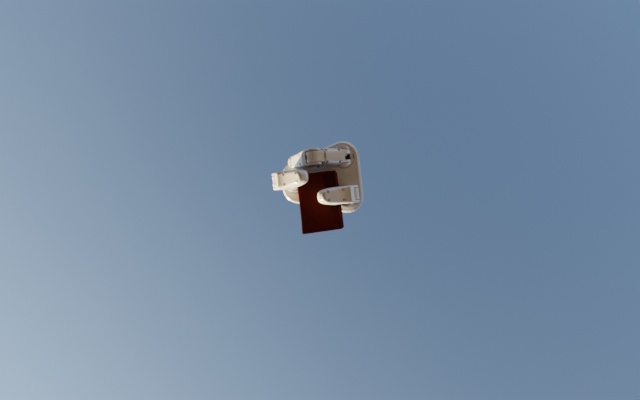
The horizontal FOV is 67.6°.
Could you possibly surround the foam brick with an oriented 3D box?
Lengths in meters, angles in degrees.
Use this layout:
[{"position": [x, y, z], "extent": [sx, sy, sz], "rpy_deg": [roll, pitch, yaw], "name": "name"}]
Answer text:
[{"position": [0.000, 0.002, 0.627], "extent": [0.053, 0.078, 0.051], "rpy_deg": [-6, -1, 5], "name": "foam brick"}]
